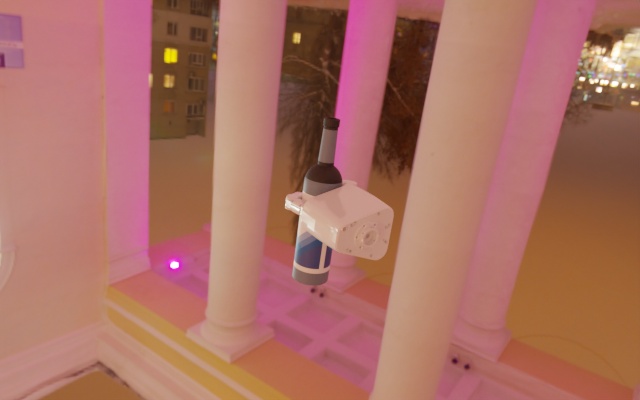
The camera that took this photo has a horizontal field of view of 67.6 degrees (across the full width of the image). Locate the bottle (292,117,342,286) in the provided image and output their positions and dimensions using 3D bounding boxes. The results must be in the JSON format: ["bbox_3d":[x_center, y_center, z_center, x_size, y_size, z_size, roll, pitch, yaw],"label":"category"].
[{"bbox_3d":[0.000,0.003,0.836,0.069,0.296,0.069,7,18,-2],"label":"bottle"}]
